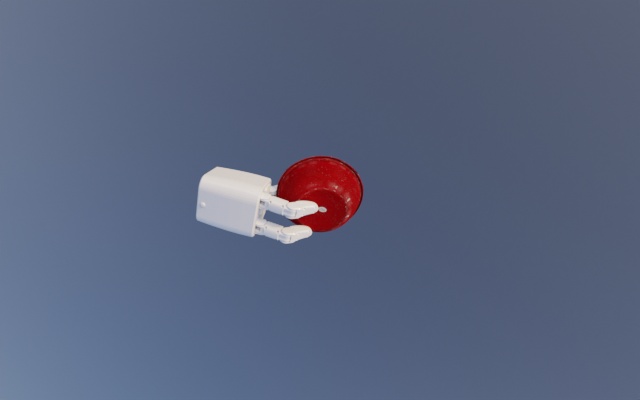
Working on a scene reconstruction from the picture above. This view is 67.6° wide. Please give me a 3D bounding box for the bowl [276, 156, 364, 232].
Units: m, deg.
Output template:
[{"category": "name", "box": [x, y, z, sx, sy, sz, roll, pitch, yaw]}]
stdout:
[{"category": "bowl", "box": [0.001, 0.003, 0.860, 0.162, 0.162, 0.055, 0, 34, -3]}]
